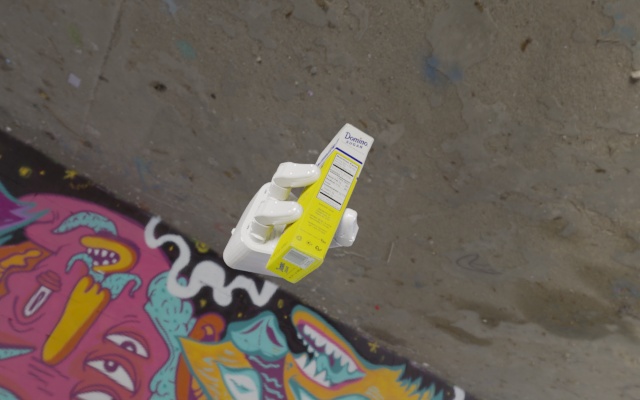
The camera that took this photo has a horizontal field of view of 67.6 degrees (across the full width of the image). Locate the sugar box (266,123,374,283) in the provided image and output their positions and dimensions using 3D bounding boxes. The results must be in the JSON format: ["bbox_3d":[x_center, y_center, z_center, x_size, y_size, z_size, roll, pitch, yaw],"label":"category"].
[{"bbox_3d":[0.000,0.002,0.559,0.048,0.176,0.093,28,-32,-11],"label":"sugar box"}]
